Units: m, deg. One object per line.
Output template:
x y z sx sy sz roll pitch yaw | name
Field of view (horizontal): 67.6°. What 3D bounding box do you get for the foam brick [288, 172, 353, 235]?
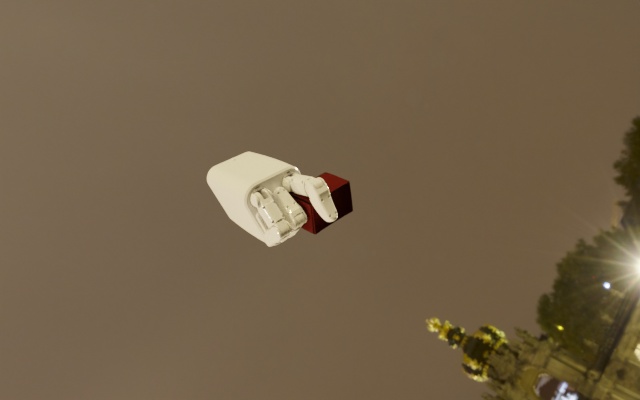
0.000 0.002 0.679 0.078 0.053 0.051 -29 37 -34 | foam brick
